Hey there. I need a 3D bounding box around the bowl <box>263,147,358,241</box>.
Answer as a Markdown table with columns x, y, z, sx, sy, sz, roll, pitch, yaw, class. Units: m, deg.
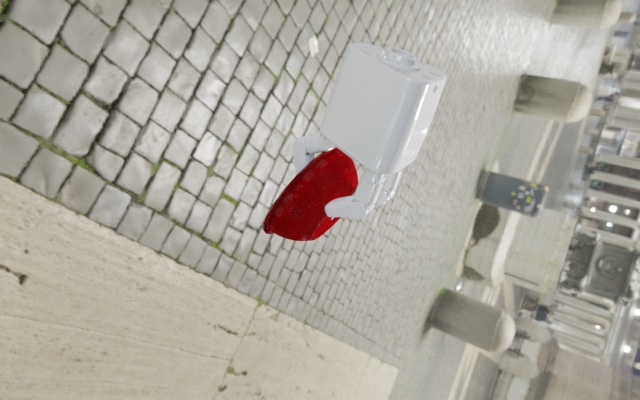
| x | y | z | sx | sy | sz | roll | pitch | yaw | class |
| --- | --- | --- | --- | --- | --- | --- | --- | --- | --- |
| 0.000 | 0.003 | 0.635 | 0.055 | 0.162 | 0.162 | 43 | 11 | 12 | bowl |
